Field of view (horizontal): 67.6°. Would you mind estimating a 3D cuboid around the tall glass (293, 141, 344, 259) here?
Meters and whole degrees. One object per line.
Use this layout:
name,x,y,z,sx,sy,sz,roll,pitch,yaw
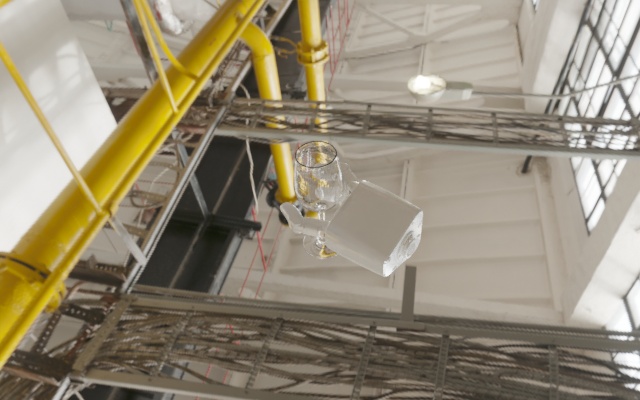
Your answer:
tall glass,0.000,0.003,0.762,0.079,0.079,0.201,-3,-45,3
